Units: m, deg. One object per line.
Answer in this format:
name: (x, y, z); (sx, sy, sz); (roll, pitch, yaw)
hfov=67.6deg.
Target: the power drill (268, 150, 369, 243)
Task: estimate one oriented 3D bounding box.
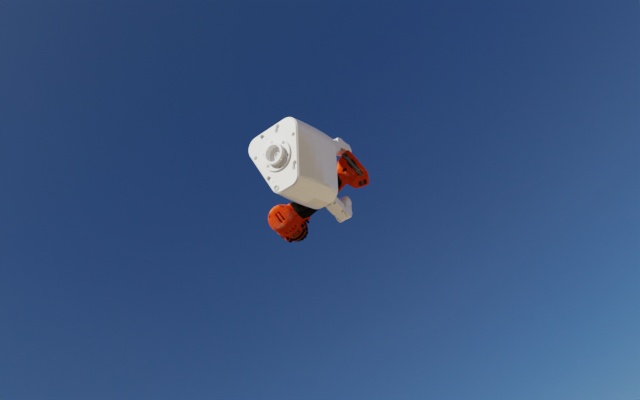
power drill: (0.000, 0.002, 0.847); (0.187, 0.057, 0.184); (-41, -12, -1)
